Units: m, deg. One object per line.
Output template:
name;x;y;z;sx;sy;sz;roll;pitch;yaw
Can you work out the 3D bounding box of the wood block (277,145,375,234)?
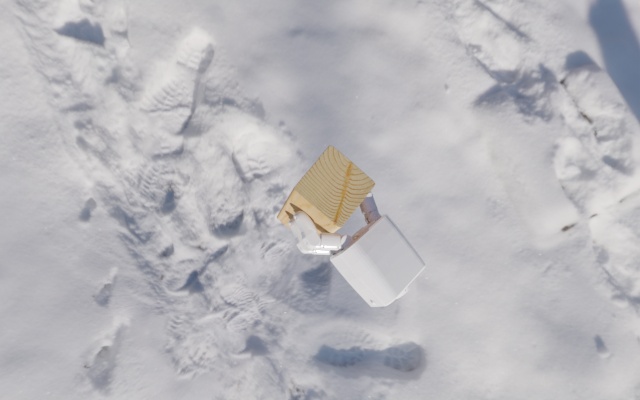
wood block;0.001;0.003;0.775;0.090;0.090;0.206;40;-18;-1
